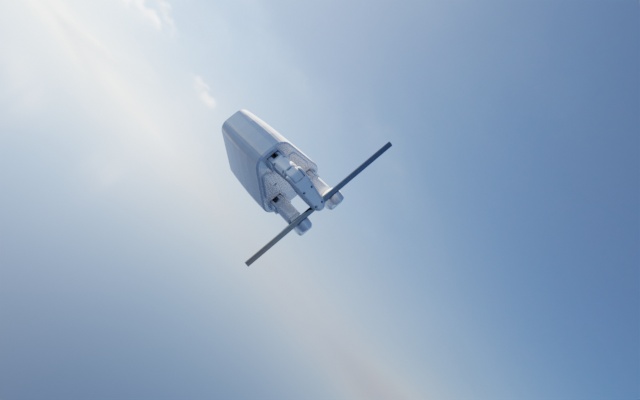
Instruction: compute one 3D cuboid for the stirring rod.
[{"bbox_3d":[0.000,0.002,0.603,0.239,0.011,0.011,-40,8,-10],"label":"stirring rod"}]
